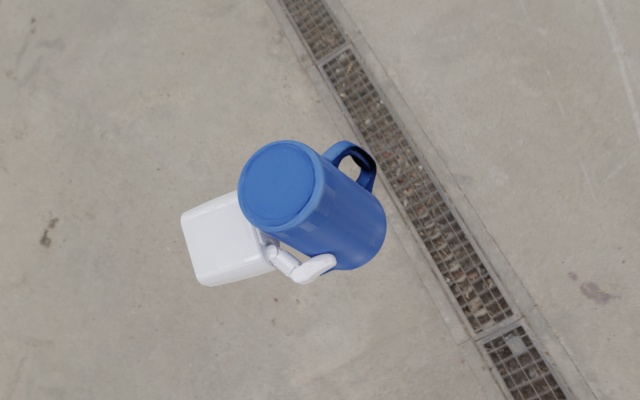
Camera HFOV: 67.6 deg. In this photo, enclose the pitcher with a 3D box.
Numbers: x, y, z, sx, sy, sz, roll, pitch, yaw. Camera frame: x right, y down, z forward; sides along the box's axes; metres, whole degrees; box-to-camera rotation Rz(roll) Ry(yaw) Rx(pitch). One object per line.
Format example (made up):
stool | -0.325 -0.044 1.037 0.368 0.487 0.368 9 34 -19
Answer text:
pitcher | 0.000 0.002 0.628 0.145 0.149 0.243 -19 -21 16
